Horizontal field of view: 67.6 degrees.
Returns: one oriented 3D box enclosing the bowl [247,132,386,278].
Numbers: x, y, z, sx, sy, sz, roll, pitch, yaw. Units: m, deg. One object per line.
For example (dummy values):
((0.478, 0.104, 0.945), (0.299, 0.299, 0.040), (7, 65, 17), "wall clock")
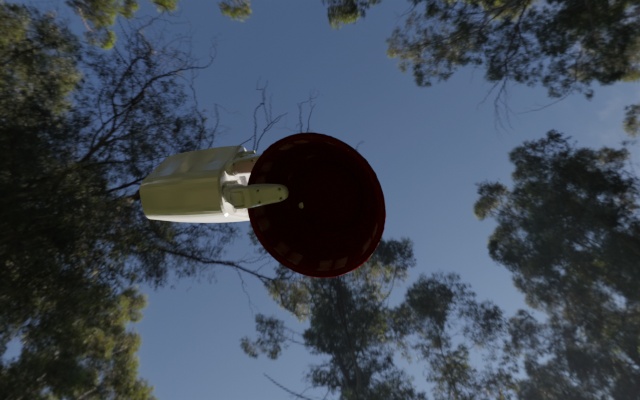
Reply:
((0.001, 0.002, 0.536), (0.162, 0.162, 0.055), (0, 14, 22), "bowl")
